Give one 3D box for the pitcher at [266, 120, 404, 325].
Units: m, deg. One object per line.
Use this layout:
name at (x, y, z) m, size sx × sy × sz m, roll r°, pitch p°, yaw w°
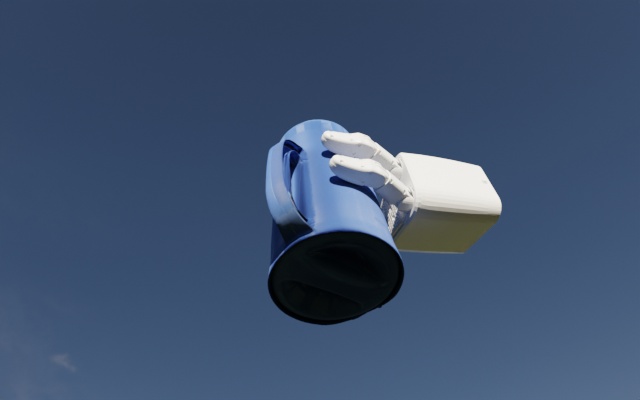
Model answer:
pitcher at (0.000, 0.002, 0.544) m, size 0.145 × 0.149 × 0.242 m, roll 6°, pitch 37°, yaw -12°
